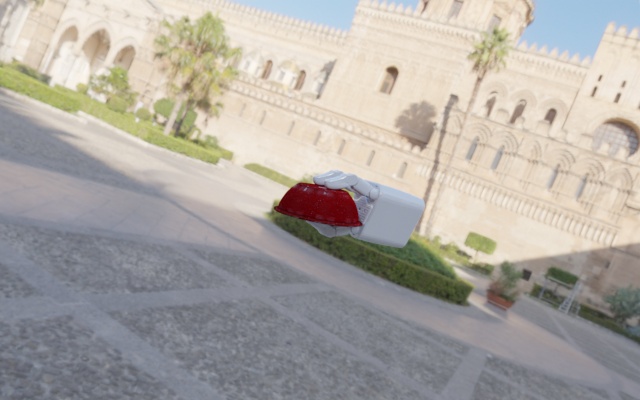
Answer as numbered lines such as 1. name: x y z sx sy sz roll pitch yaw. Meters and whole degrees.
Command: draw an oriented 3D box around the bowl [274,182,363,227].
1. bowl: -0.001 0.002 0.850 0.162 0.055 0.162 10 6 -1
